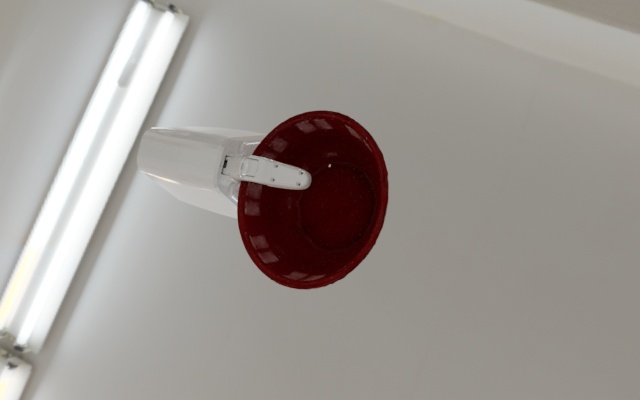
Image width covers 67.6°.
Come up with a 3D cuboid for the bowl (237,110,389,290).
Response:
[{"bbox_3d":[0.001,0.002,0.446,0.162,0.162,0.055,0,-9,33],"label":"bowl"}]
